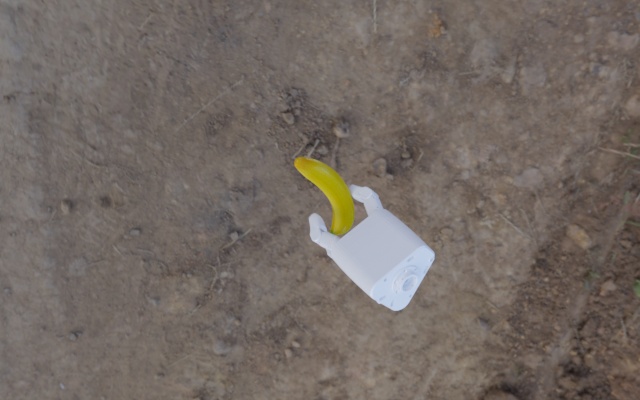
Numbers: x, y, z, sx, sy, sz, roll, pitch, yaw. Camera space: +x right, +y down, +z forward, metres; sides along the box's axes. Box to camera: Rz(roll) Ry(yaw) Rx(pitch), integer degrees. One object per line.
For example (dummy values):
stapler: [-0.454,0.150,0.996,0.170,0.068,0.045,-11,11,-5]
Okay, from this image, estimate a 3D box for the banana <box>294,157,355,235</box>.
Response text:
banana: [0.017,-0.004,0.791,0.069,0.198,0.037,-29,41,-10]
